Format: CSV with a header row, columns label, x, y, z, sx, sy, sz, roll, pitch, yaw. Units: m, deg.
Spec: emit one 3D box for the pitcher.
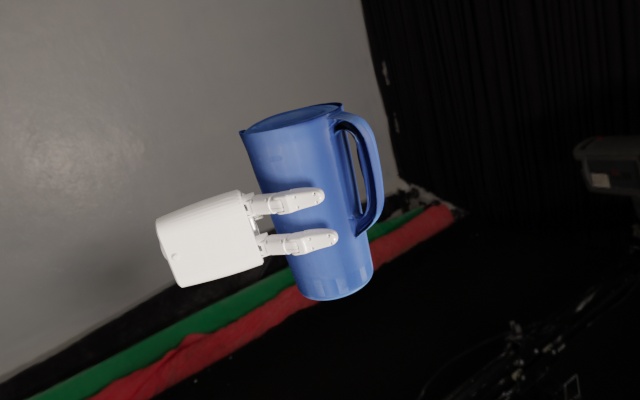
label,x,y,z,sx,sy,sz,roll,pitch,yaw
pitcher,0.000,0.002,0.616,0.145,0.243,0.149,-18,18,-7
